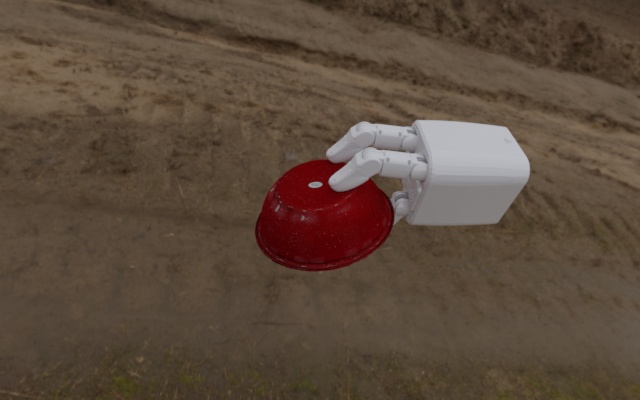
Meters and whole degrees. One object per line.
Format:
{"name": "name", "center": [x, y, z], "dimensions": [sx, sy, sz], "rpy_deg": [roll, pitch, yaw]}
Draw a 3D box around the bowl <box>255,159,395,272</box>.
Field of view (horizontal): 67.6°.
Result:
{"name": "bowl", "center": [-0.001, 0.002, 0.531], "dimensions": [0.162, 0.055, 0.162], "rpy_deg": [-7, 38, 6]}
